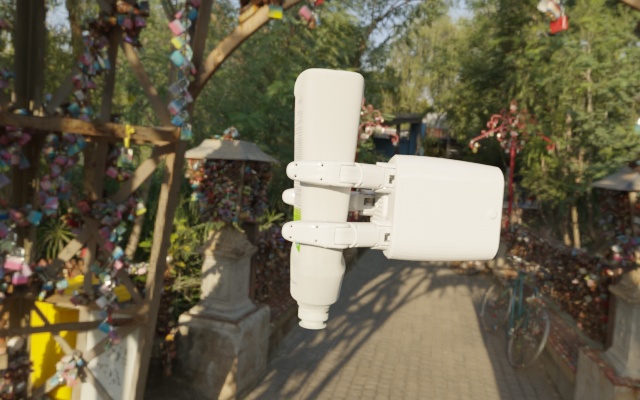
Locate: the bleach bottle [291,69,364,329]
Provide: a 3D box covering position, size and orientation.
[{"bbox_3d":[0.000,0.002,0.490,0.068,0.251,0.102,4,3,-6],"label":"bleach bottle"}]
